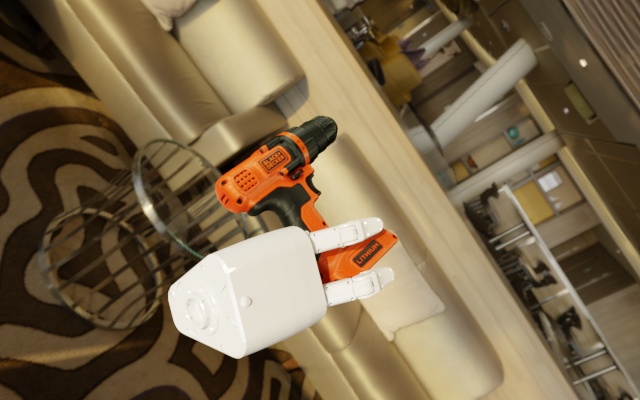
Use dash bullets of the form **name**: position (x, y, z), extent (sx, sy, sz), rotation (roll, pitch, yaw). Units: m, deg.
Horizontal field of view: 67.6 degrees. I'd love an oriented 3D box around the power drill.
- **power drill**: position (0.000, 0.002, 0.556), extent (0.184, 0.187, 0.057), rotation (-39, -5, -32)
